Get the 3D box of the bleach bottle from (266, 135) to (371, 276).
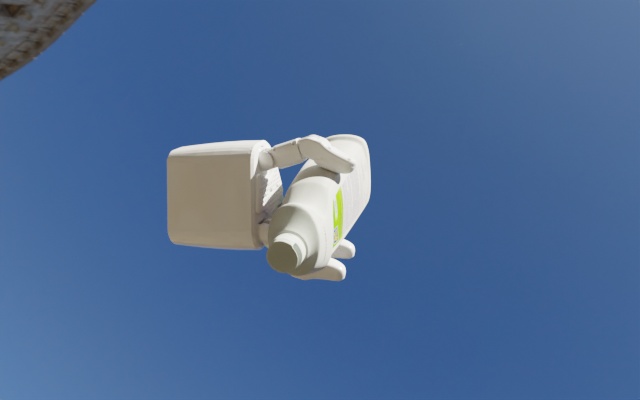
[{"bbox_3d":[0.000,0.002,0.507,0.068,0.102,0.250,-1,17,16],"label":"bleach bottle"}]
